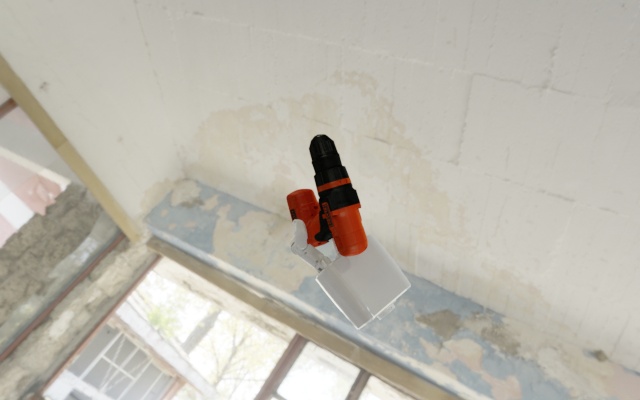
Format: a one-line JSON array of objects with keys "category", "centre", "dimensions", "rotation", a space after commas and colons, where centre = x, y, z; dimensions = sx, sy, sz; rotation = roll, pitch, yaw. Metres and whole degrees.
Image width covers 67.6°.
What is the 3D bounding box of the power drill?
[{"category": "power drill", "centre": [0.000, 0.003, 0.760], "dimensions": [0.057, 0.184, 0.188], "rotation": [-14, -4, -20]}]
